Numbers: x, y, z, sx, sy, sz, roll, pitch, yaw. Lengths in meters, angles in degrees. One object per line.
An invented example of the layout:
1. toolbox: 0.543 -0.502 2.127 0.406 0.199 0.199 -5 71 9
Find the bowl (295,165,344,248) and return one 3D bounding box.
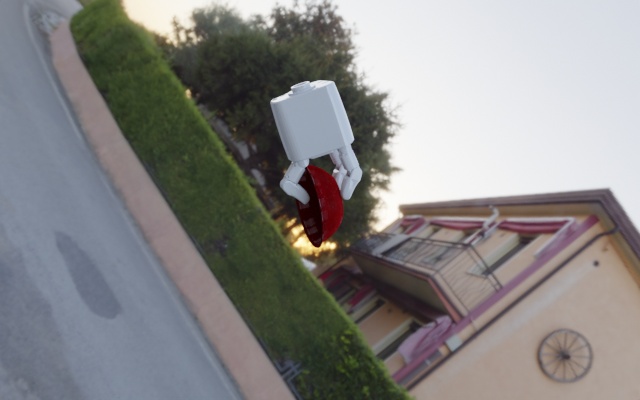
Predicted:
1. bowl: 0.001 0.004 0.874 0.055 0.162 0.162 -12 3 -17
